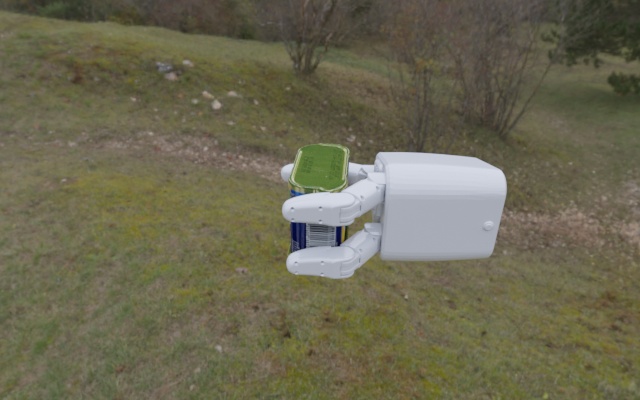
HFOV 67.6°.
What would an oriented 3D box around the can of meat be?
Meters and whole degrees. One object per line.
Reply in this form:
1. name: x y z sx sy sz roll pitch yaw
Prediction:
1. can of meat: 0.000 0.001 0.464 0.057 0.084 0.102 3 31 4
